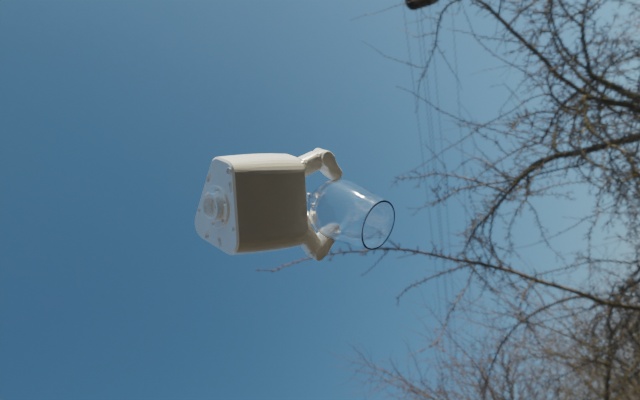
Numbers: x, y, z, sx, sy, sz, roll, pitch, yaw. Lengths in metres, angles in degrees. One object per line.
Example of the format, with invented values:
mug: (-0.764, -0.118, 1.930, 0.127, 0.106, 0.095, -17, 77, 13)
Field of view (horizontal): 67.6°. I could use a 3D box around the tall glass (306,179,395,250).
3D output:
tall glass: (0.000, 0.002, 0.630, 0.201, 0.079, 0.079, 22, 15, 41)
